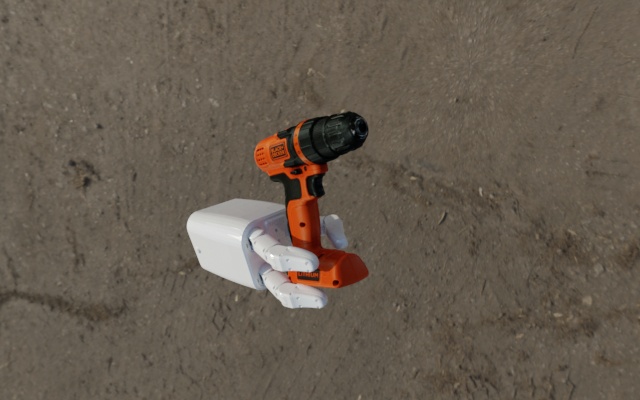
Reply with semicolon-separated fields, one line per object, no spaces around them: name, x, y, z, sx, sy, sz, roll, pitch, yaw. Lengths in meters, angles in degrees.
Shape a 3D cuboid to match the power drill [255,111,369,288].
power drill;0.000;0.002;0.545;0.057;0.187;0.184;-12;3;-36
